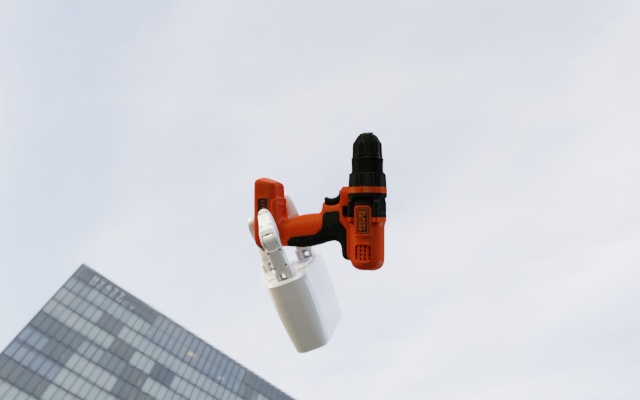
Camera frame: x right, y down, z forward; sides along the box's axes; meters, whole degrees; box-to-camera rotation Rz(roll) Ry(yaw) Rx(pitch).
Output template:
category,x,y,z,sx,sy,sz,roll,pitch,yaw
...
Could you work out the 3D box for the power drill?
category,x,y,z,sx,sy,sz,roll,pitch,yaw
power drill,0.000,0.002,0.662,0.187,0.184,0.057,-1,-4,24
